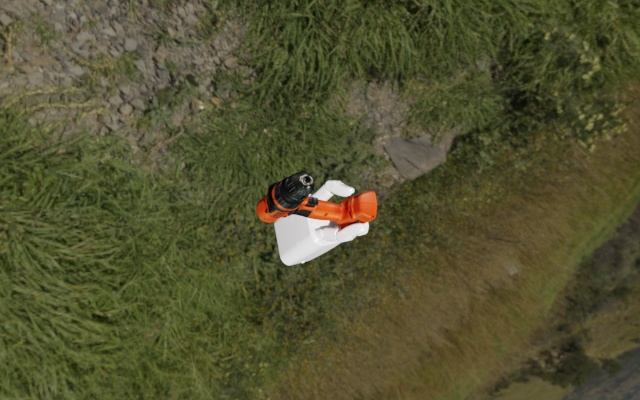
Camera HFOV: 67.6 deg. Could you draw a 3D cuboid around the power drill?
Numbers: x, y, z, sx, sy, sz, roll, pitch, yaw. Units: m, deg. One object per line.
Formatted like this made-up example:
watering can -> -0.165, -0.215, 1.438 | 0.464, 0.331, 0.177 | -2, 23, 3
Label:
power drill -> 0.000, 0.003, 0.827 | 0.187, 0.057, 0.184 | 10, -19, -25
